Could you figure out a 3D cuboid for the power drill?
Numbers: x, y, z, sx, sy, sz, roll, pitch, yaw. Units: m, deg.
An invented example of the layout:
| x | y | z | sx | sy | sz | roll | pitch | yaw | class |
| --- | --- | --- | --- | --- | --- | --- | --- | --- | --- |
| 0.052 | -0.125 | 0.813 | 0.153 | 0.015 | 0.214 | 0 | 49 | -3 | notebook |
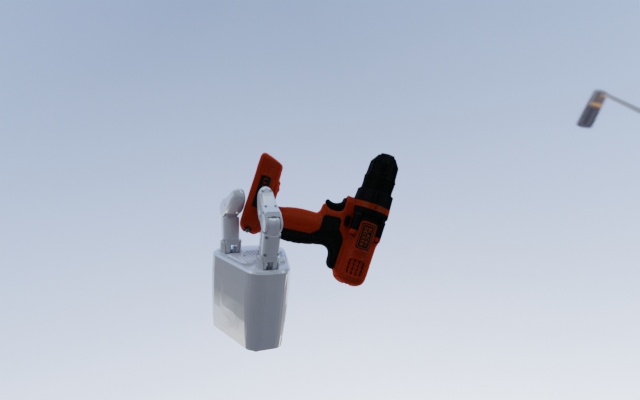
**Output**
| x | y | z | sx | sy | sz | roll | pitch | yaw | class |
| --- | --- | --- | --- | --- | --- | --- | --- | --- | --- |
| 0.000 | 0.002 | 0.631 | 0.187 | 0.184 | 0.057 | 19 | -8 | -6 | power drill |
